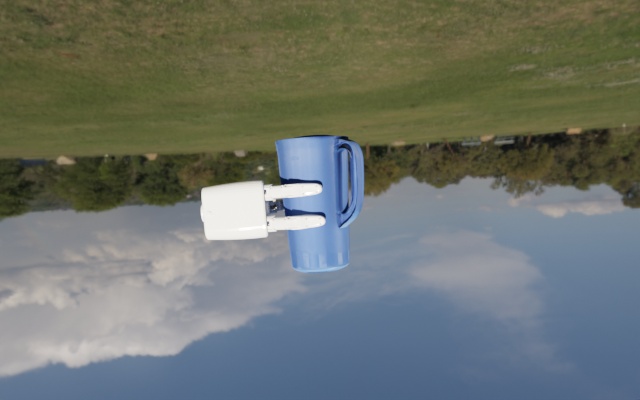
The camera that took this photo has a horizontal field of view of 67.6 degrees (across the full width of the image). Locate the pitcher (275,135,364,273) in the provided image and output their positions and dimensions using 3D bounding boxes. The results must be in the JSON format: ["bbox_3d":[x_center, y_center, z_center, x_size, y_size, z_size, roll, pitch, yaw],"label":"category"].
[{"bbox_3d":[0.000,0.003,0.863,0.145,0.243,0.149,-5,3,-5],"label":"pitcher"}]
